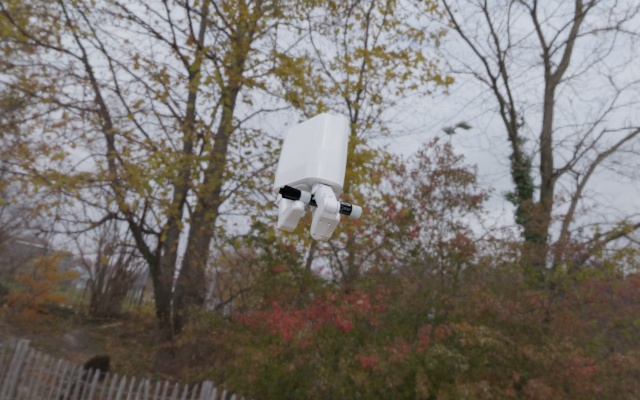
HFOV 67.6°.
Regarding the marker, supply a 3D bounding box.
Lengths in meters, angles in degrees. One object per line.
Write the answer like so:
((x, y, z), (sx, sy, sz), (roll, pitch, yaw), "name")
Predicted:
((0.000, 0.002, 0.660), (0.121, 0.020, 0.020), (16, -6, -20), "marker")
